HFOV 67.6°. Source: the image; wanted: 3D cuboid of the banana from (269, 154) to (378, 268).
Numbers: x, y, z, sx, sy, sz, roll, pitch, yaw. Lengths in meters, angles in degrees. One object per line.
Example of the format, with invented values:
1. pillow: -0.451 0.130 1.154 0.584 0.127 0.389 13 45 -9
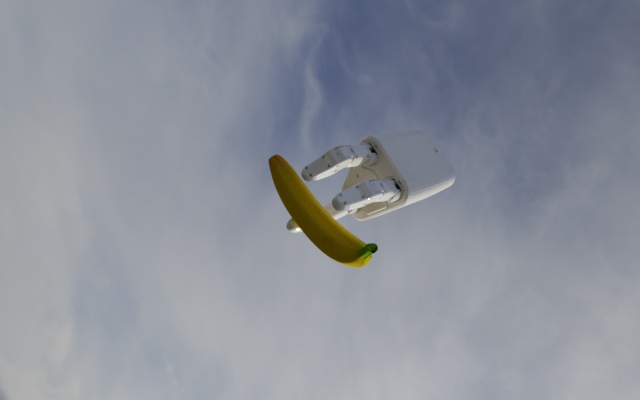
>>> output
1. banana: 0.000 0.019 0.550 0.037 0.070 0.197 -19 44 -33
